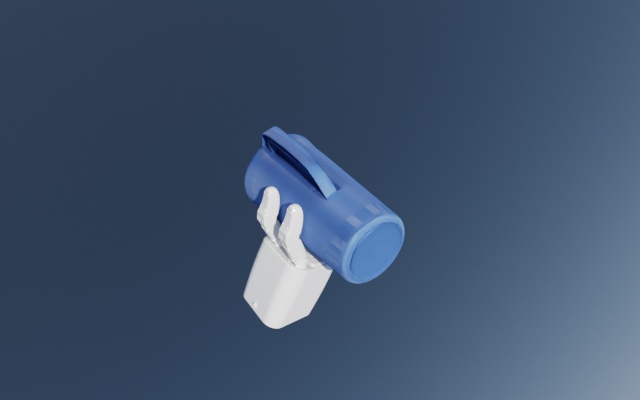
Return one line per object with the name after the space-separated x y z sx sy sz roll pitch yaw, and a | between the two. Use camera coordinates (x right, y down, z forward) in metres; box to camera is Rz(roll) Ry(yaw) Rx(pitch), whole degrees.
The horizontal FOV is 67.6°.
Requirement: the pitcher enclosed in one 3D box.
0.000 0.002 0.686 0.149 0.145 0.242 7 24 -44 | pitcher
